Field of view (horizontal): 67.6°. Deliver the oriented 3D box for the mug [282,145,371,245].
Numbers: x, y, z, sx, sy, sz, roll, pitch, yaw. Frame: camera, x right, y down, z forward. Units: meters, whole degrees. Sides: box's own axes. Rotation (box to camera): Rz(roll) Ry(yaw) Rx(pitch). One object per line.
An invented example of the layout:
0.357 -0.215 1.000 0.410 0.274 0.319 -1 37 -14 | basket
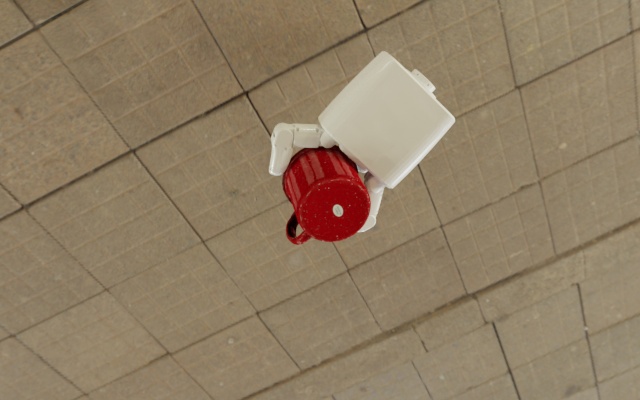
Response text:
-0.001 0.003 0.539 0.093 0.117 0.081 35 16 -26 | mug
